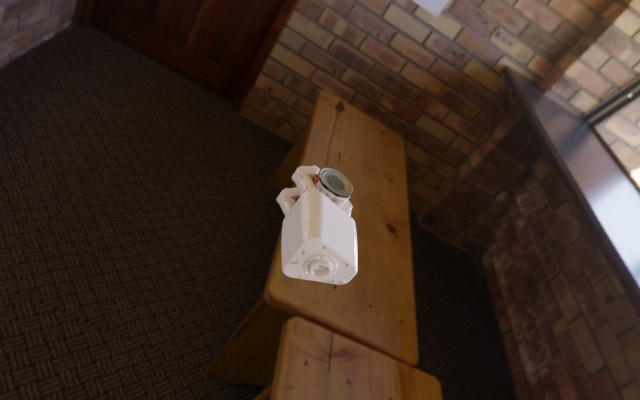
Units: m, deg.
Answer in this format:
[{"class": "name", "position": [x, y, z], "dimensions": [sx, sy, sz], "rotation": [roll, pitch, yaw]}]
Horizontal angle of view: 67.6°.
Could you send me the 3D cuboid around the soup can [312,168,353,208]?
[{"class": "soup can", "position": [0.000, 0.002, 0.809], "dimensions": [0.068, 0.068, 0.102], "rotation": [0, -42, -43]}]
